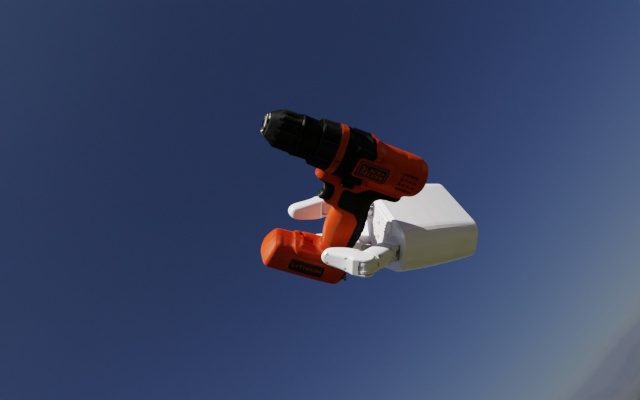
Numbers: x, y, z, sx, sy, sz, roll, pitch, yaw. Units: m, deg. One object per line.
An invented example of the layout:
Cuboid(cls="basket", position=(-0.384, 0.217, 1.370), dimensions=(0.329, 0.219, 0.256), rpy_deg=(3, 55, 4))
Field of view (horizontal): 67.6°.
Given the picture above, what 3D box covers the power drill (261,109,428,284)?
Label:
Cuboid(cls="power drill", position=(0.000, 0.002, 0.528), dimensions=(0.184, 0.188, 0.057), rpy_deg=(19, 34, -15))
